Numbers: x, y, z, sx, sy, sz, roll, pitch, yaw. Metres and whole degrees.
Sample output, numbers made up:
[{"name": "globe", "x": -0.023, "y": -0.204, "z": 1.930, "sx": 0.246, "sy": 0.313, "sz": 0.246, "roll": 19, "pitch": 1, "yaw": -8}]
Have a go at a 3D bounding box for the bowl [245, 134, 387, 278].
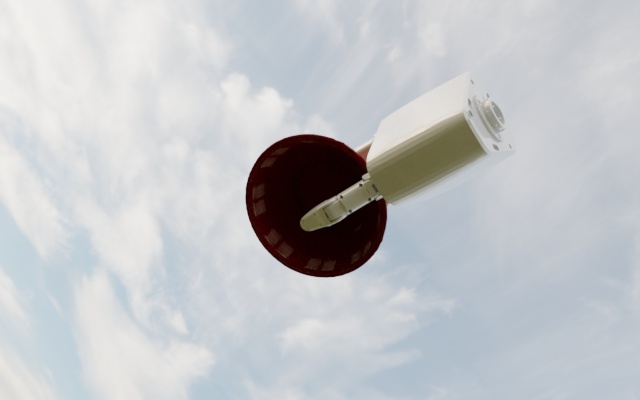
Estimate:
[{"name": "bowl", "x": -0.001, "y": 0.002, "z": 0.532, "sx": 0.162, "sy": 0.162, "sz": 0.055, "roll": 0, "pitch": 17, "yaw": 21}]
